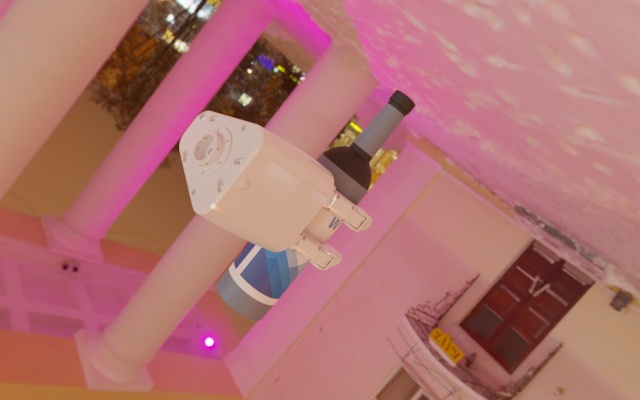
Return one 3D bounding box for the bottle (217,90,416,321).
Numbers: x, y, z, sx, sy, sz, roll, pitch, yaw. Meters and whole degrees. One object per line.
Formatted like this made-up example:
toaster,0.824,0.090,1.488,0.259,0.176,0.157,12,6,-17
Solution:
bottle,0.000,0.002,0.532,0.069,0.296,0.069,39,6,-5
